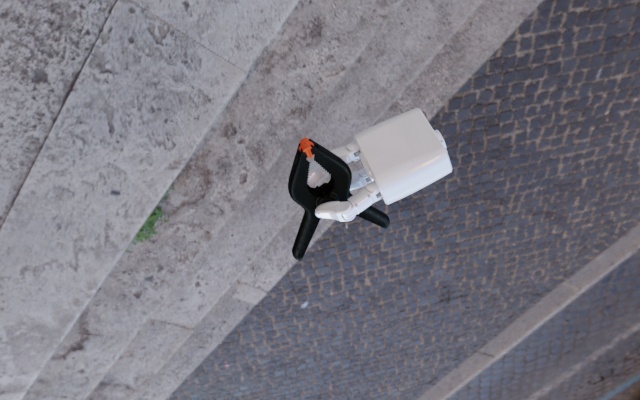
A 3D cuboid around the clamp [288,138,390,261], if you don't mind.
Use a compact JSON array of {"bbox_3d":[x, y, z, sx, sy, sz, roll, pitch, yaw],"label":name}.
[{"bbox_3d":[0.000,0.002,0.714,0.164,0.210,0.036,-27,39,4],"label":"clamp"}]
